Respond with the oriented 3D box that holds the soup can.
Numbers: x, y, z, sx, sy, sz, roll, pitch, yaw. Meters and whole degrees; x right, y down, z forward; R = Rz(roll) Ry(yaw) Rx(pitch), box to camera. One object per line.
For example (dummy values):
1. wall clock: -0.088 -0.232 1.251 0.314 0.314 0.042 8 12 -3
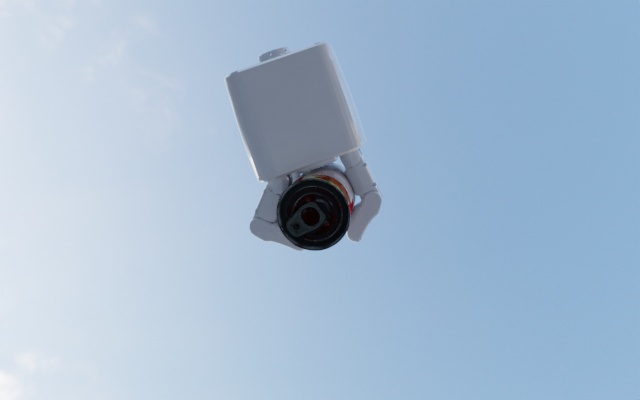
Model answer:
1. soup can: 0.000 0.002 0.478 0.068 0.068 0.102 0 14 8
